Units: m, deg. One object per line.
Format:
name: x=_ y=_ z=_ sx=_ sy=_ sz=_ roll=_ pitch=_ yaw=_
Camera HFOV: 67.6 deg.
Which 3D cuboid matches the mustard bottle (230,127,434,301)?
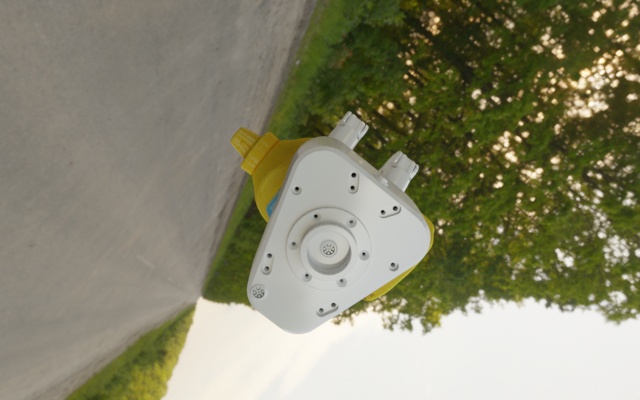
mustard bottle: x=0.000 y=0.001 z=0.427 sx=0.191 sy=0.096 sz=0.058 roll=38 pitch=32 yaw=-5
